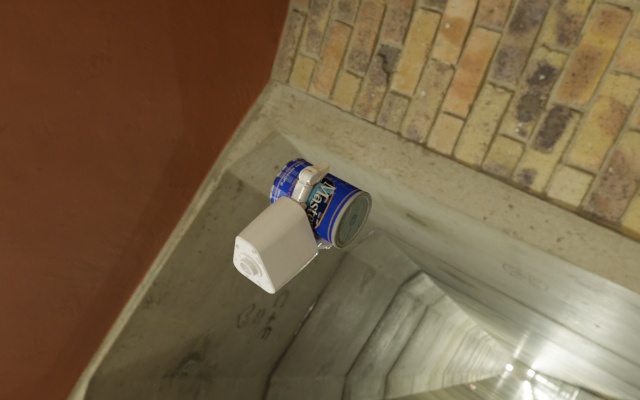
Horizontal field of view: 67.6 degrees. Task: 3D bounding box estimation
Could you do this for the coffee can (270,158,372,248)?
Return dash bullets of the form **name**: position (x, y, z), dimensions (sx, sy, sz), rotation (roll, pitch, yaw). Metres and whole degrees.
- **coffee can**: position (0.000, 0.003, 0.804), dimensions (0.140, 0.103, 0.103), rotation (29, 14, 27)
